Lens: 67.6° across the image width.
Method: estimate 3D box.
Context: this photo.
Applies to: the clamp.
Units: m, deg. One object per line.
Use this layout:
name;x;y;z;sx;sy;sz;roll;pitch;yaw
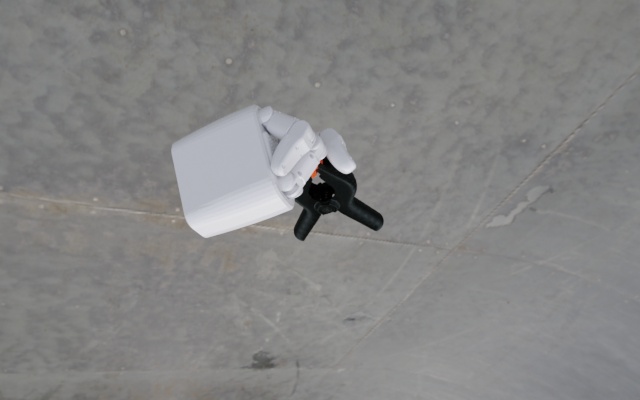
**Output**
clamp;0.000;0.002;0.585;0.120;0.039;0.172;-19;-39;13
